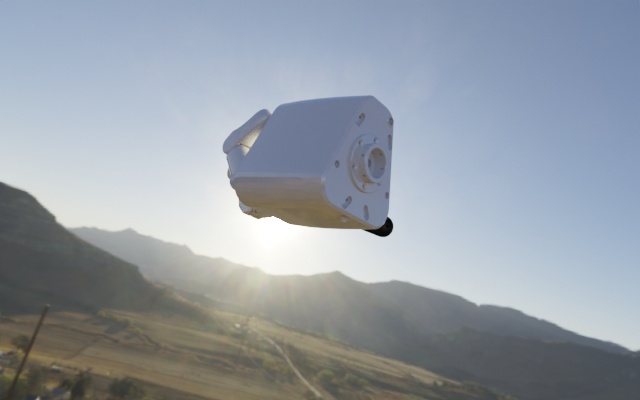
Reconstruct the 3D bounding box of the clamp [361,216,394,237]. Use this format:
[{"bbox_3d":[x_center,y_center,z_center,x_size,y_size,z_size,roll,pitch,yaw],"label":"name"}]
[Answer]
[{"bbox_3d":[0.000,0.001,0.533,0.120,0.039,0.171,2,-18,42],"label":"clamp"}]
